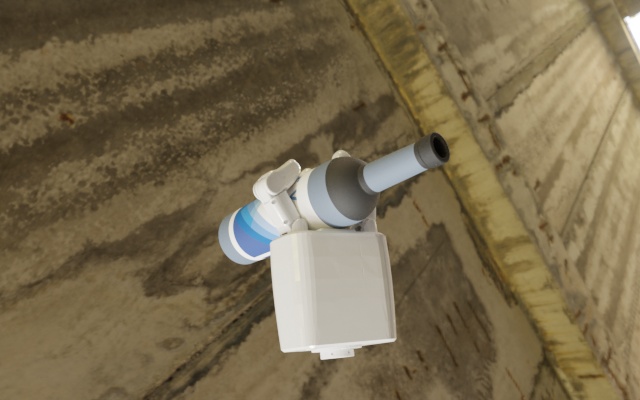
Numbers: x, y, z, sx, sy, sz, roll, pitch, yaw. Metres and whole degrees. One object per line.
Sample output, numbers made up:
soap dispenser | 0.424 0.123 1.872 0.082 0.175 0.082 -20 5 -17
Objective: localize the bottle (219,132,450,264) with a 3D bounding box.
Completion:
bottle | 0.000 0.002 0.487 0.069 0.069 0.296 0 -18 -44
